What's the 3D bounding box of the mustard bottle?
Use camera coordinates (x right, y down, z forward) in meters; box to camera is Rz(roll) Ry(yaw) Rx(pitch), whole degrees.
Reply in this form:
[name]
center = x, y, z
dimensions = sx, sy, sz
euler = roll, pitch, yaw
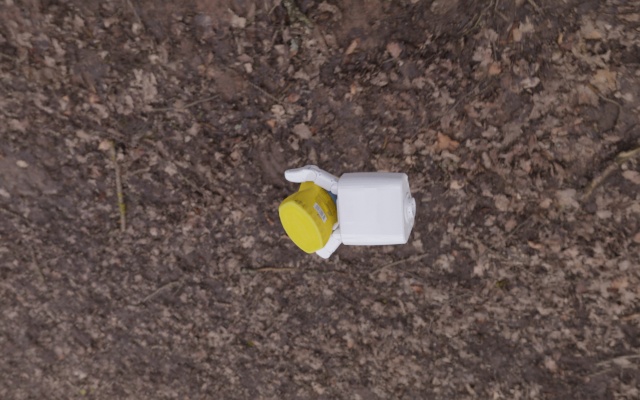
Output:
[mustard bottle]
center = 0.000, 0.003, 0.823
dimensions = 0.058, 0.096, 0.191
euler = -27, 14, 31
